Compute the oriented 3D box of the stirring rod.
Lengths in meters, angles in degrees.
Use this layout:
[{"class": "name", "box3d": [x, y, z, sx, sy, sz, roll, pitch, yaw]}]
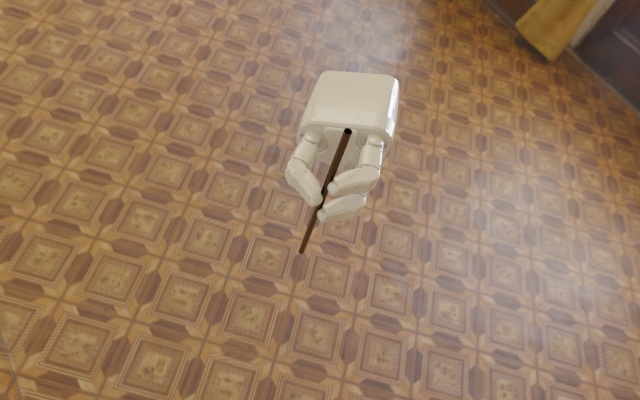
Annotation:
[{"class": "stirring rod", "box3d": [0.000, 0.002, 0.542, 0.011, 0.011, 0.240, 0, -33, -15]}]
